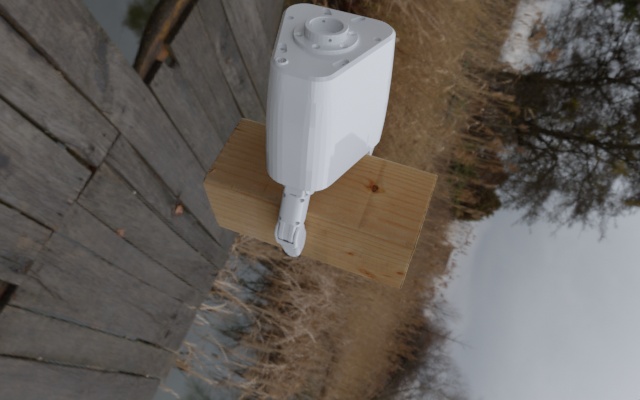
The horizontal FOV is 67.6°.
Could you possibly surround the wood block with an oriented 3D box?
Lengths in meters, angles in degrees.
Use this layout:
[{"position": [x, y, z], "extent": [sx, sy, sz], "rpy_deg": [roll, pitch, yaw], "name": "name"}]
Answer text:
[{"position": [0.000, 0.002, 0.486], "extent": [0.206, 0.090, 0.090], "rpy_deg": [18, -31, 12], "name": "wood block"}]
